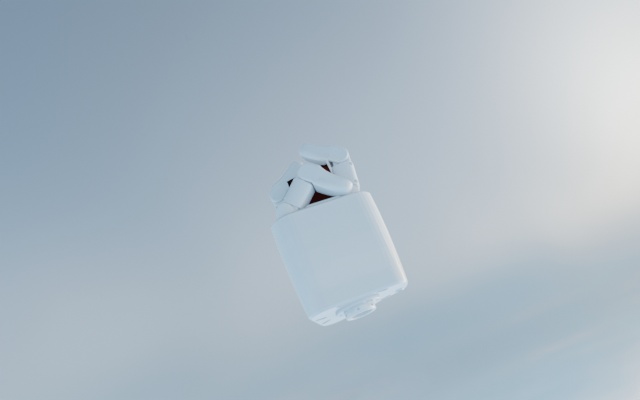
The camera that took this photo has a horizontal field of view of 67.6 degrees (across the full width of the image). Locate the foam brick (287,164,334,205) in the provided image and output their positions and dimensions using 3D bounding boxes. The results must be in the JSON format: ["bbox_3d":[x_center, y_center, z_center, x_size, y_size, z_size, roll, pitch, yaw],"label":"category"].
[{"bbox_3d":[0.000,0.002,0.567,0.053,0.051,0.078,-25,-23,3],"label":"foam brick"}]
